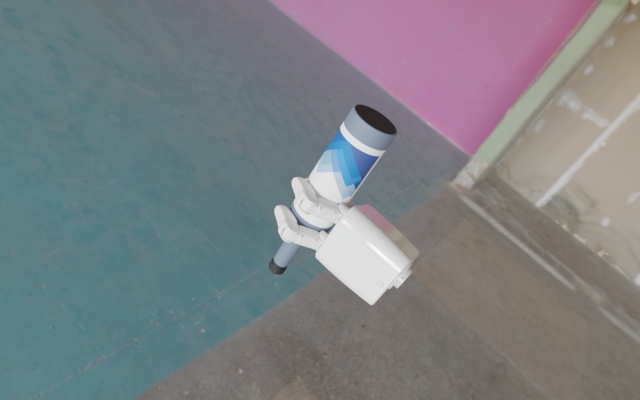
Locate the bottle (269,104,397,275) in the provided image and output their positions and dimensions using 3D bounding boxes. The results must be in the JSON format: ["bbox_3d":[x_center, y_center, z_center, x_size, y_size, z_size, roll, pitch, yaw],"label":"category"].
[{"bbox_3d":[0.000,0.002,0.683,0.069,0.296,0.069,24,32,-16],"label":"bottle"}]
